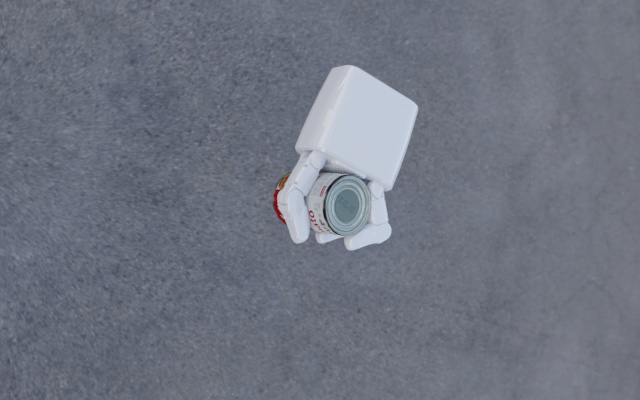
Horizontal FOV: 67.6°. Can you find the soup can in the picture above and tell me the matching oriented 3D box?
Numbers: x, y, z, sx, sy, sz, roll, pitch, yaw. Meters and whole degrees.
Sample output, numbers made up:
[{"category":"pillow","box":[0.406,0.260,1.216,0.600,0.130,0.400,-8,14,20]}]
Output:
[{"category":"soup can","box":[0.000,0.002,0.544,0.068,0.068,0.102,0,4,-38]}]
